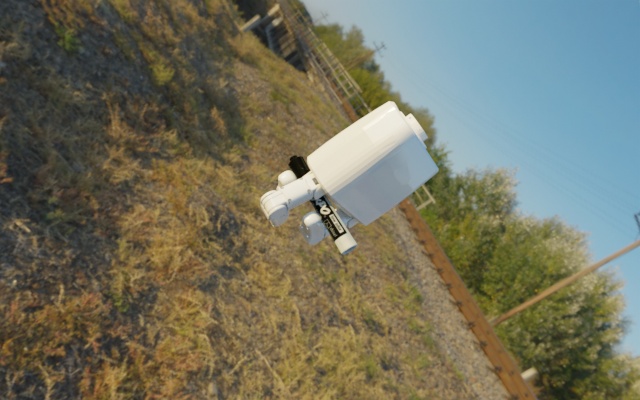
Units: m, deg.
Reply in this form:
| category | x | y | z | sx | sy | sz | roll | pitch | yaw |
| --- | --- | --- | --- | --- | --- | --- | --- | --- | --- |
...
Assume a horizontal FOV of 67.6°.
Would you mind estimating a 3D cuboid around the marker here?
| category | x | y | z | sx | sy | sz | roll | pitch | yaw |
| --- | --- | --- | --- | --- | --- | --- | --- | --- | --- |
| marker | 0.000 | 0.002 | 0.506 | 0.020 | 0.121 | 0.020 | -28 | -18 | -10 |
